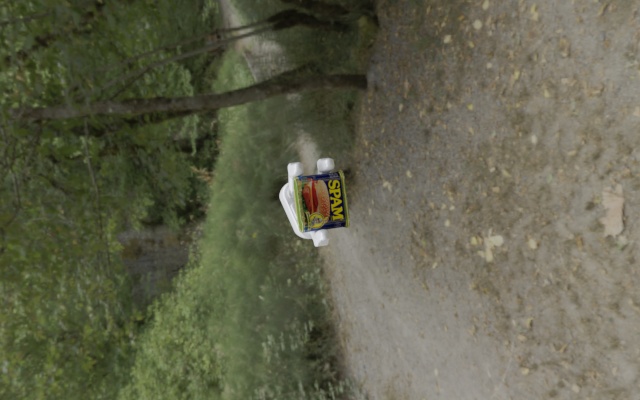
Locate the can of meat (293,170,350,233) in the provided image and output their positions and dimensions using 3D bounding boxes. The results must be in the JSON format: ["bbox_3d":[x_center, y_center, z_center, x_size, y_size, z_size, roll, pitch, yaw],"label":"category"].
[{"bbox_3d":[0.000,0.003,0.828,0.084,0.102,0.057,-7,1,-11],"label":"can of meat"}]
